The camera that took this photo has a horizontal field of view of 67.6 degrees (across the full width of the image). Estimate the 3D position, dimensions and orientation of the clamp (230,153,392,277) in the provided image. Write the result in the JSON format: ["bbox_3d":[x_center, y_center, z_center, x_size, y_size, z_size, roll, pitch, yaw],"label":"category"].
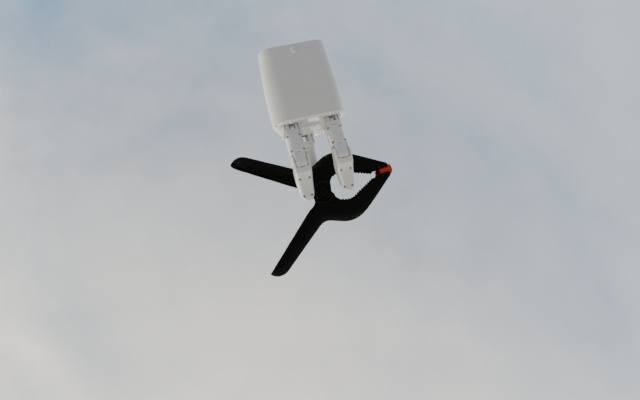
[{"bbox_3d":[0.000,0.002,0.643,0.210,0.164,0.036,-13,-2,-10],"label":"clamp"}]
